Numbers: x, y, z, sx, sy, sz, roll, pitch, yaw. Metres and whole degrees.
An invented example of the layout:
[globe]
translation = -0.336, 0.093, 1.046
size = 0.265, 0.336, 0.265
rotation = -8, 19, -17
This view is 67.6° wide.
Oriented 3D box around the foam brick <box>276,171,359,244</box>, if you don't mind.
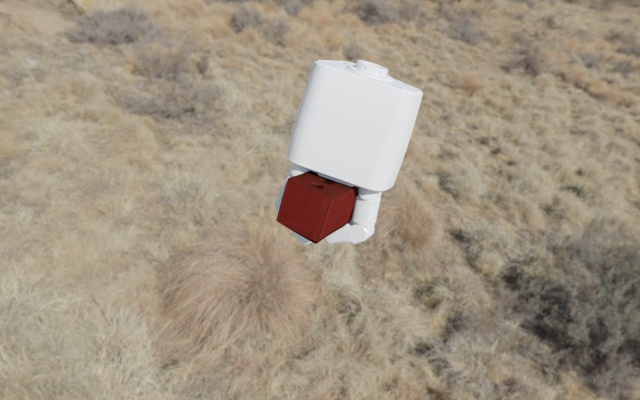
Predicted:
[foam brick]
translation = 0.000, 0.002, 0.499
size = 0.053, 0.051, 0.078
rotation = 27, 25, 21
